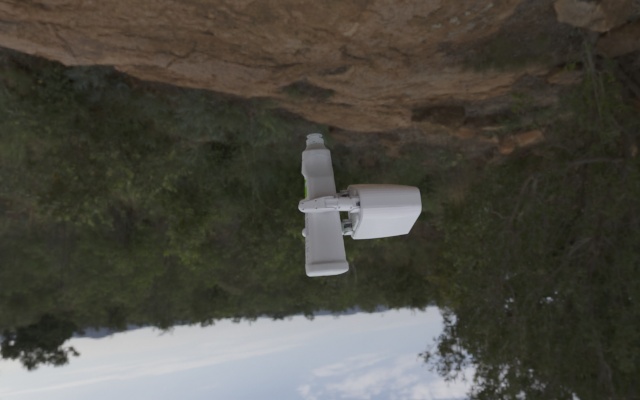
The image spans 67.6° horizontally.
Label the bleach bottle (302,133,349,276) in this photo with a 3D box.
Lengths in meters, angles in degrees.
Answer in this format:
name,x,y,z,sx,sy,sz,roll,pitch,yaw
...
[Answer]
name,x,y,z,sx,sy,sz,roll,pitch,yaw
bleach bottle,0.000,0.003,0.836,0.068,0.250,0.102,-3,-12,-9
